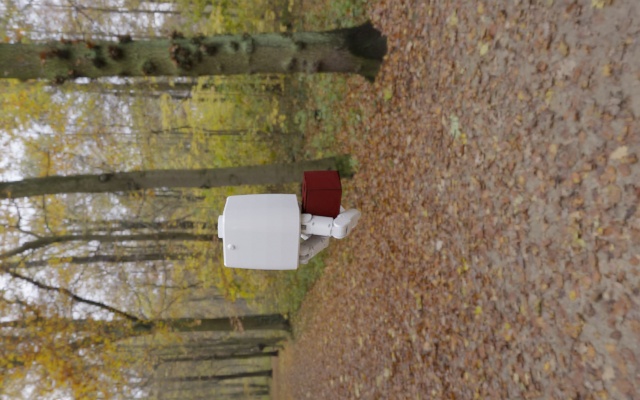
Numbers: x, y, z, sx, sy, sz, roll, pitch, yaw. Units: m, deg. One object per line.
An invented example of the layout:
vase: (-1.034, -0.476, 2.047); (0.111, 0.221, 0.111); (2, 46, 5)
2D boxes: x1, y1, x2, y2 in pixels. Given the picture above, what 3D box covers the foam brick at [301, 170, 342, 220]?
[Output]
foam brick: (0.000, 0.002, 0.688); (0.051, 0.078, 0.053); (1, 33, -6)
